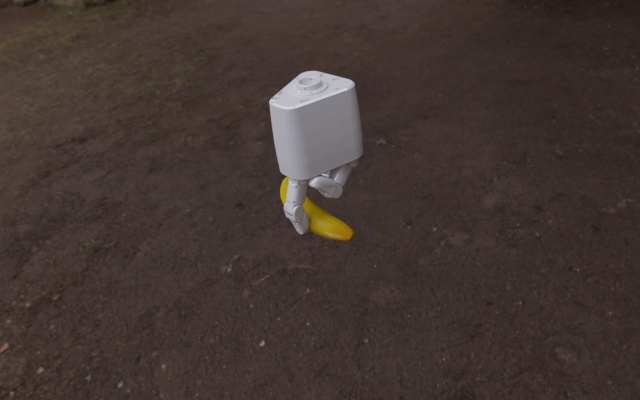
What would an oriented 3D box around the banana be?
[{"bbox_3d":[-0.018,0.006,0.739,0.069,0.037,0.197,-18,37,-14],"label":"banana"}]
